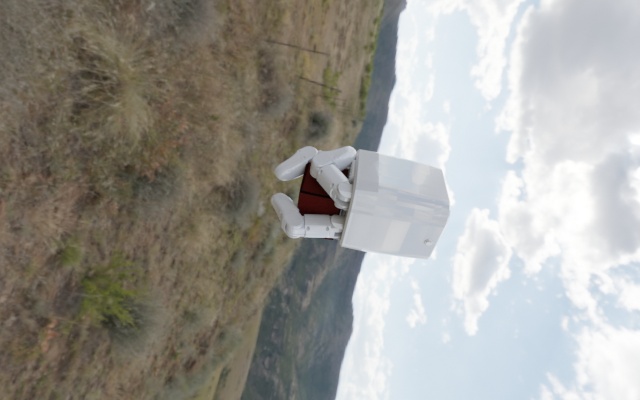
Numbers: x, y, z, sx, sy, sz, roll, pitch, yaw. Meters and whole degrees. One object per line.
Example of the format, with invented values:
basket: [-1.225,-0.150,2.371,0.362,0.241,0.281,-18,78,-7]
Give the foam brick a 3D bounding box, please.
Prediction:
foam brick: [0.000,0.002,0.576,0.051,0.053,0.078,11,-41,0]
